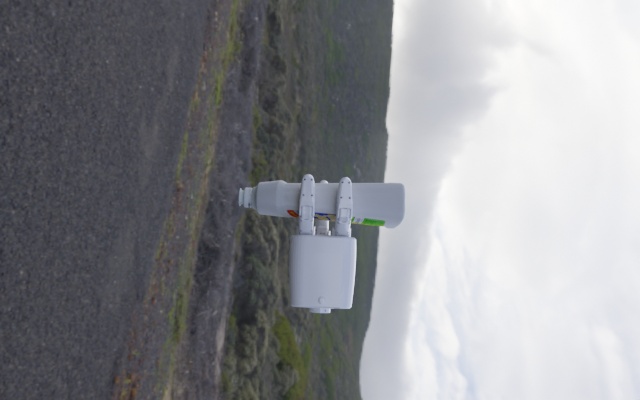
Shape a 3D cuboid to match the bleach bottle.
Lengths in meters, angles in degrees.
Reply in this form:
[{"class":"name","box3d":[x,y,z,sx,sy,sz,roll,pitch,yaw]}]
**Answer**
[{"class":"bleach bottle","box3d":[0.000,0.002,0.751,0.251,0.068,0.102,3,-11,-2]}]
